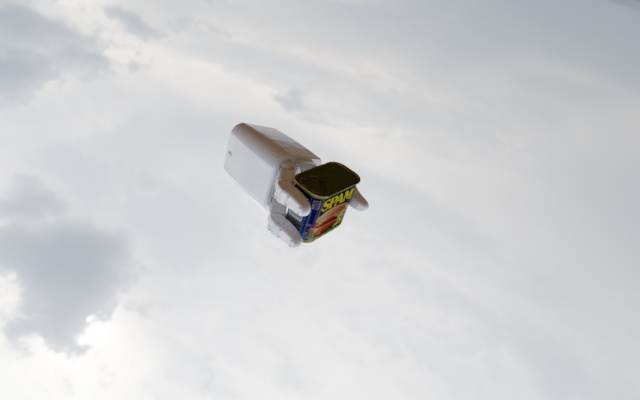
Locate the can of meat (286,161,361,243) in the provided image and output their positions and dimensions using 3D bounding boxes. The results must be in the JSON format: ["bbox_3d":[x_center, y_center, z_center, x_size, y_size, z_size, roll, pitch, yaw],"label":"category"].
[{"bbox_3d":[0.000,0.002,0.669,0.057,0.084,0.102,36,37,24],"label":"can of meat"}]
